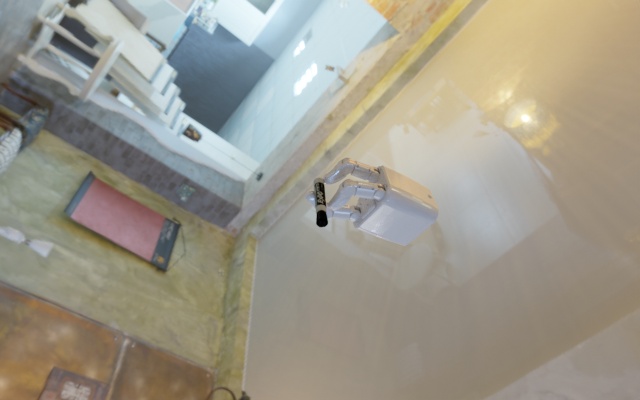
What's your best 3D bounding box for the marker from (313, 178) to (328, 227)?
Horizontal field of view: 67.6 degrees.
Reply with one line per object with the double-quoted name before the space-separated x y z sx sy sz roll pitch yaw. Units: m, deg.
"marker" 0.000 0.003 0.770 0.020 0.020 0.121 0 35 -3
